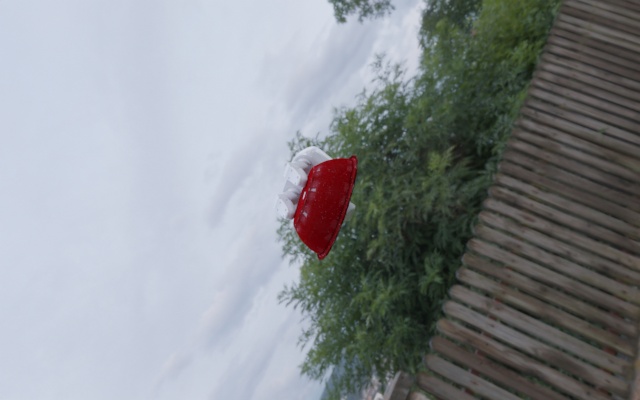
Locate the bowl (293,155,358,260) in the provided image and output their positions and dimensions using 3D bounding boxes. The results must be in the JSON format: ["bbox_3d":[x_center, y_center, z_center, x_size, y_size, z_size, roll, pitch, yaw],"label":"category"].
[{"bbox_3d":[0.000,0.002,0.697,0.055,0.162,0.162,18,-3,-8],"label":"bowl"}]
